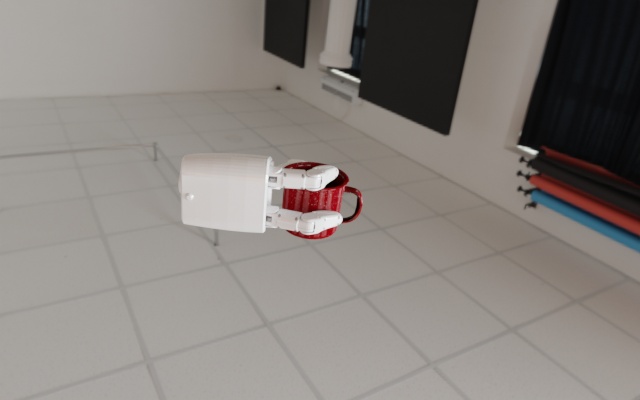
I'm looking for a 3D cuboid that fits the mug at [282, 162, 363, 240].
[{"bbox_3d":[0.002,0.002,0.667,0.117,0.081,0.093,6,26,-3],"label":"mug"}]
